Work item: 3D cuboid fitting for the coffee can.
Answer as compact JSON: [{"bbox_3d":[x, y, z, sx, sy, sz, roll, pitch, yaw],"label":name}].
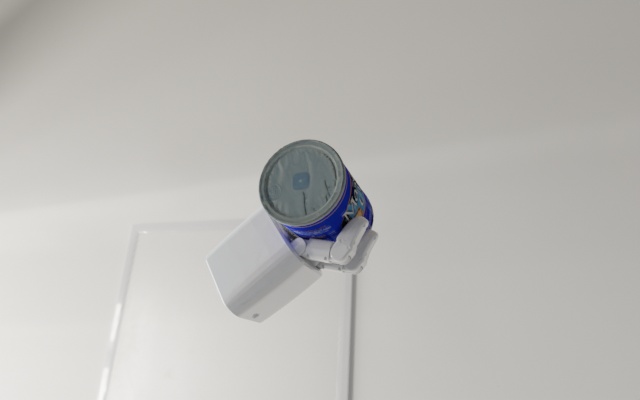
[{"bbox_3d":[0.000,0.002,0.587,0.103,0.102,0.140,0,-20,20],"label":"coffee can"}]
